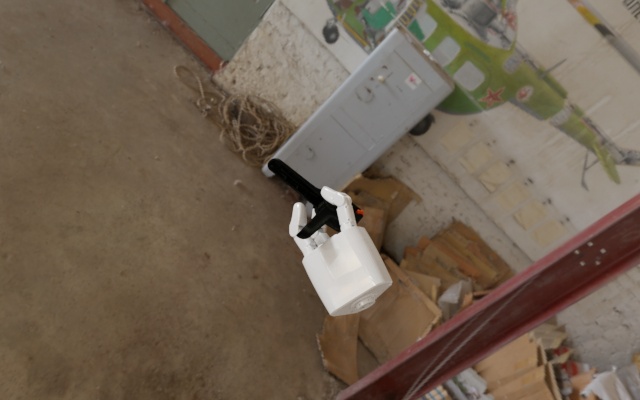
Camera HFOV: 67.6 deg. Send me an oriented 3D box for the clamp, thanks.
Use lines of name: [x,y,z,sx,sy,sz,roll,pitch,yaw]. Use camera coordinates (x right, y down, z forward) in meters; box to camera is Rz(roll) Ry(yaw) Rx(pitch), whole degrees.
clamp: [0.001,0.003,0.845,0.036,0.164,0.210,-42,-29,26]
